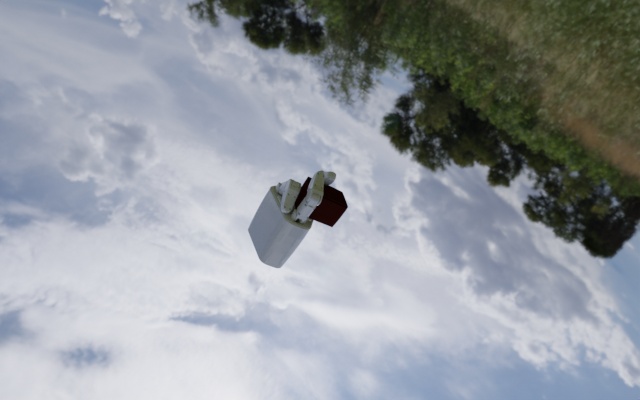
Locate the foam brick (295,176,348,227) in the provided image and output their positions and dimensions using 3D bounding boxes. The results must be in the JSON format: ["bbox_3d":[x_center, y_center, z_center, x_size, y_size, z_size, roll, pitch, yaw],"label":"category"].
[{"bbox_3d":[0.000,0.003,0.854,0.078,0.051,0.053,23,26,-21],"label":"foam brick"}]
